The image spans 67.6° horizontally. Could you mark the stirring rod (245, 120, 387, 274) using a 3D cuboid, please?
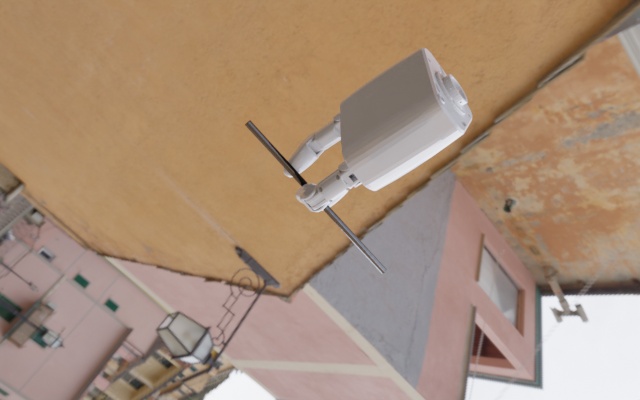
[{"bbox_3d":[0.000,0.002,0.543,0.239,0.011,0.011,47,-19,-19],"label":"stirring rod"}]
